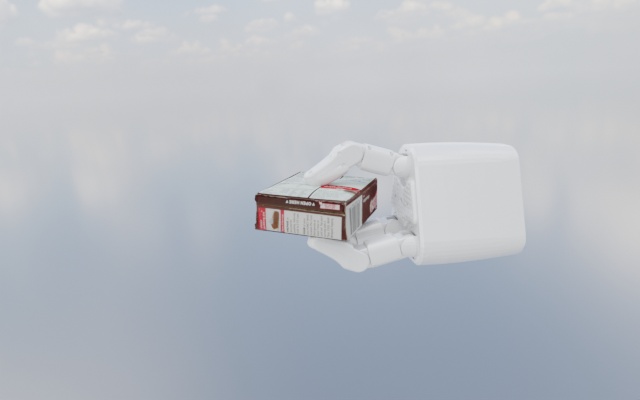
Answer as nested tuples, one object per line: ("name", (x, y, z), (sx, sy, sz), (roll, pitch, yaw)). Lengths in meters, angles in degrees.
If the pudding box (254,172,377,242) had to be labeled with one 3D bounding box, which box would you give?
("pudding box", (0.000, 0.001, 0.466), (0.090, 0.039, 0.113), (5, 14, 19))
